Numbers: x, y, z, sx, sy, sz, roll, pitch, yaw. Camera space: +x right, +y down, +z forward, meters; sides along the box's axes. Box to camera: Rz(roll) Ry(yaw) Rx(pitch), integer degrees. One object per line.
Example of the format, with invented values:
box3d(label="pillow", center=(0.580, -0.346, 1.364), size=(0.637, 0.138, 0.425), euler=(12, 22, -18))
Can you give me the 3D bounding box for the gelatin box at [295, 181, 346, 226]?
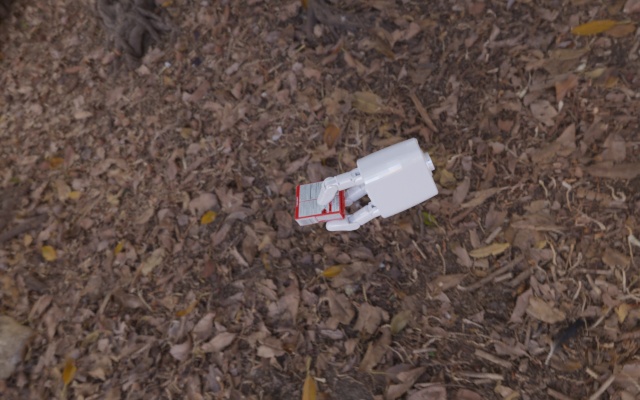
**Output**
box3d(label="gelatin box", center=(0.000, 0.003, 0.866), size=(0.089, 0.073, 0.030), euler=(-10, -32, 16))
